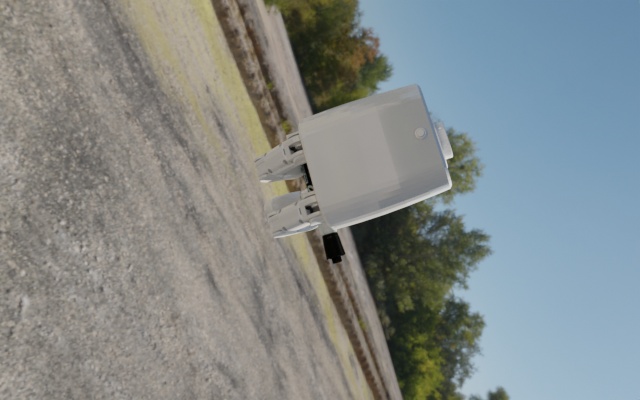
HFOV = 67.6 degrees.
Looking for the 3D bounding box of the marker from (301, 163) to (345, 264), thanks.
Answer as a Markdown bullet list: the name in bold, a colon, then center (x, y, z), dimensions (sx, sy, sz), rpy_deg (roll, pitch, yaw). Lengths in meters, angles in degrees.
- **marker**: center (0.000, 0.002, 0.461), dimensions (0.020, 0.121, 0.020), rpy_deg (-15, -9, -3)
